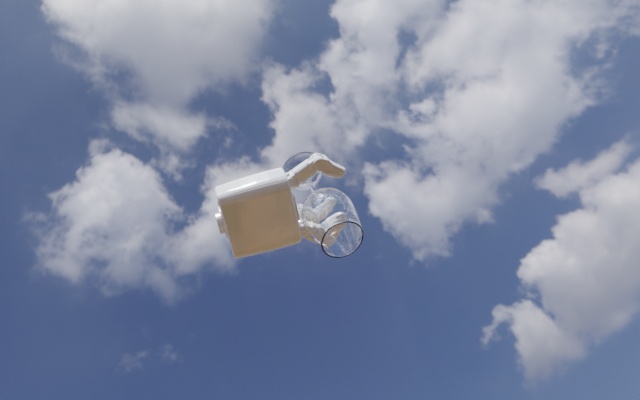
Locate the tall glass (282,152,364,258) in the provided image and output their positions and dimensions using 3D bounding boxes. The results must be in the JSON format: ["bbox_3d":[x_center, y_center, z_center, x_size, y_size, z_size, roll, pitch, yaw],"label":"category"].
[{"bbox_3d":[0.000,0.002,0.727,0.079,0.079,0.201,0,31,-21],"label":"tall glass"}]
